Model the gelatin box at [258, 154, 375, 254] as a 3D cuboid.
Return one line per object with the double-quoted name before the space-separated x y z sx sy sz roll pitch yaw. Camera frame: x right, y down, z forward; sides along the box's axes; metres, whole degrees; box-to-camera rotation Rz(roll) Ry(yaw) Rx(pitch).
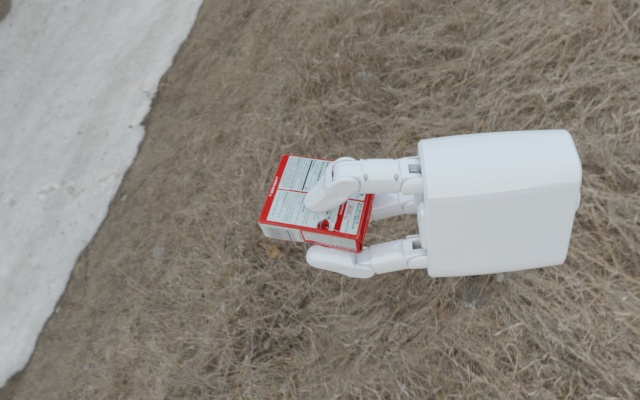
"gelatin box" 0.000 0.001 0.411 0.089 0.073 0.030 9 -30 13
